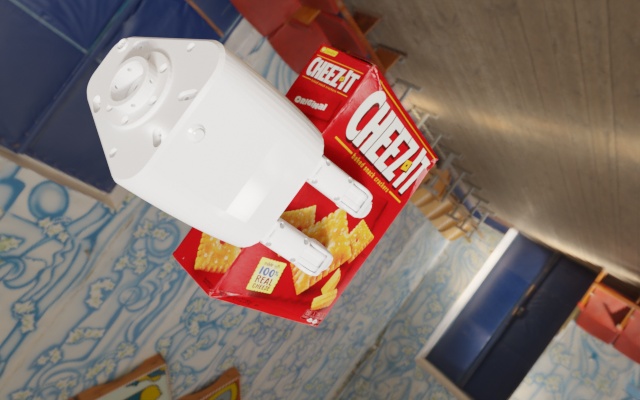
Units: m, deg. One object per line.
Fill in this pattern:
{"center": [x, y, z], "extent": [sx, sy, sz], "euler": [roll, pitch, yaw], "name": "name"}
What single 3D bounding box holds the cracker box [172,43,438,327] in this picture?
{"center": [0.000, 0.001, 0.430], "extent": [0.072, 0.213, 0.164], "euler": [36, -1, 37], "name": "cracker box"}
